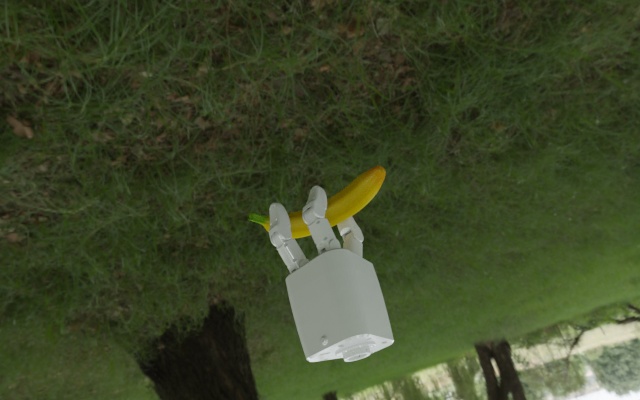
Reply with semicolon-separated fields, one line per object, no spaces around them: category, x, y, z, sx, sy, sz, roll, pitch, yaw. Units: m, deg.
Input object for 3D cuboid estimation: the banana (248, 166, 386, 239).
banana;0.004;0.012;0.652;0.198;0.037;0.070;-21;-34;13
